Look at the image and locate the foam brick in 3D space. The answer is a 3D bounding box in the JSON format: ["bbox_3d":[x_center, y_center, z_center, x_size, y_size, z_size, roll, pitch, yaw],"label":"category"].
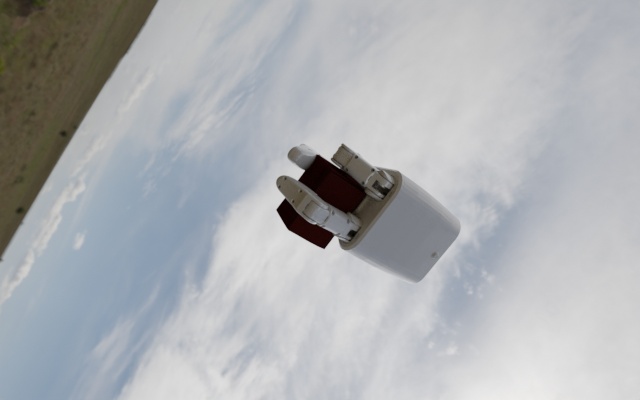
[{"bbox_3d":[0.000,0.002,0.506,0.051,0.078,0.053,32,12,-29],"label":"foam brick"}]
